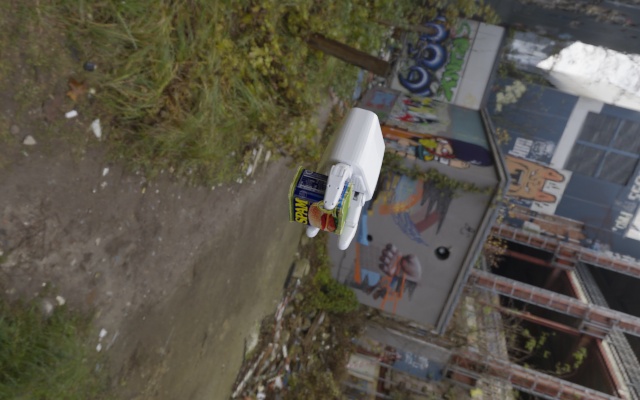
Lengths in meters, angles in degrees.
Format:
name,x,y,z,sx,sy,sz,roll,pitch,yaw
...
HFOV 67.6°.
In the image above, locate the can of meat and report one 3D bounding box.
name,x,y,z,sx,sy,sz,roll,pitch,yaw
can of meat,0.000,0.002,0.725,0.084,0.057,0.102,16,-32,8
